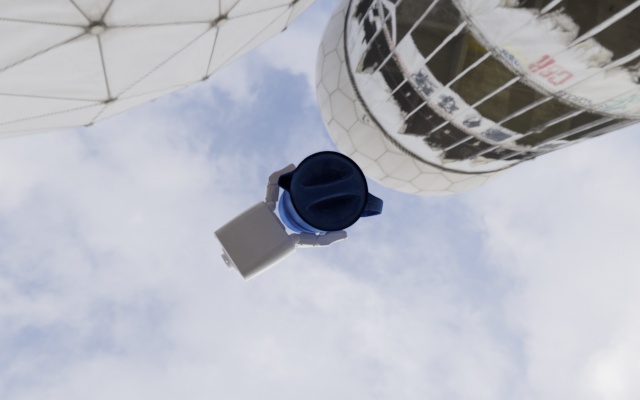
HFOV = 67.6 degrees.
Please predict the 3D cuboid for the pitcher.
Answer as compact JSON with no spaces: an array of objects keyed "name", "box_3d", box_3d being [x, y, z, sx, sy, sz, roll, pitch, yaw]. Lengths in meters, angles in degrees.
[{"name":"pitcher","box_3d":[0.000,0.003,0.883,0.145,0.149,0.243,-34,1,-15]}]
